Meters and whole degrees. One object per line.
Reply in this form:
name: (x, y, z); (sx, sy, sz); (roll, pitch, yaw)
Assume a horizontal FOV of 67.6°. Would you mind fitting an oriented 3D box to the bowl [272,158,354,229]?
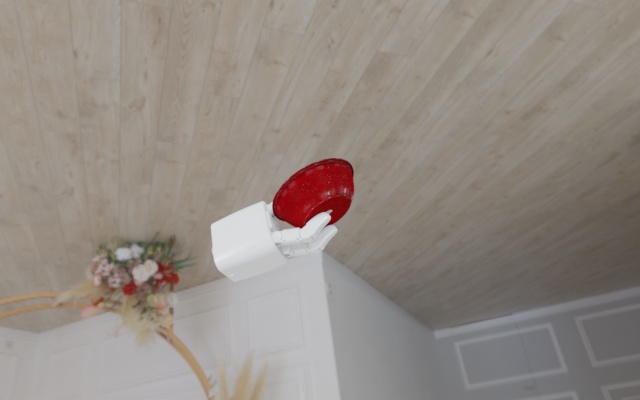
bowl: (0.001, 0.002, 0.824); (0.162, 0.055, 0.162); (-24, -31, -15)
